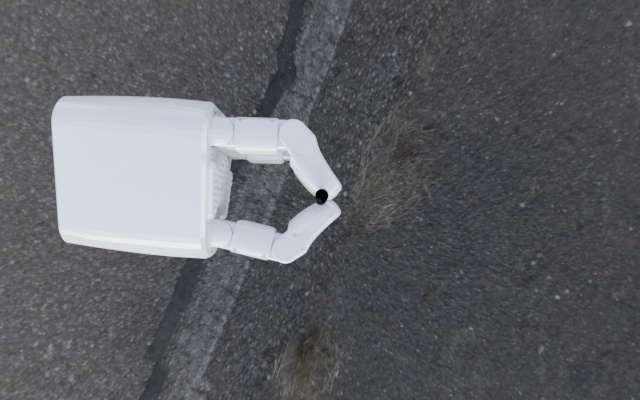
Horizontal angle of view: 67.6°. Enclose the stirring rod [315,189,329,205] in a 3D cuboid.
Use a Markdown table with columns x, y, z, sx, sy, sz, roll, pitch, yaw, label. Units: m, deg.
| x | y | z | sx | sy | sz | roll | pitch | yaw | label |
| --- | --- | --- | --- | --- | --- | --- | --- | --- | --- |
| 0.000 | 0.001 | 0.403 | 0.011 | 0.011 | 0.239 | 0 | -2 | 0 | stirring rod |
